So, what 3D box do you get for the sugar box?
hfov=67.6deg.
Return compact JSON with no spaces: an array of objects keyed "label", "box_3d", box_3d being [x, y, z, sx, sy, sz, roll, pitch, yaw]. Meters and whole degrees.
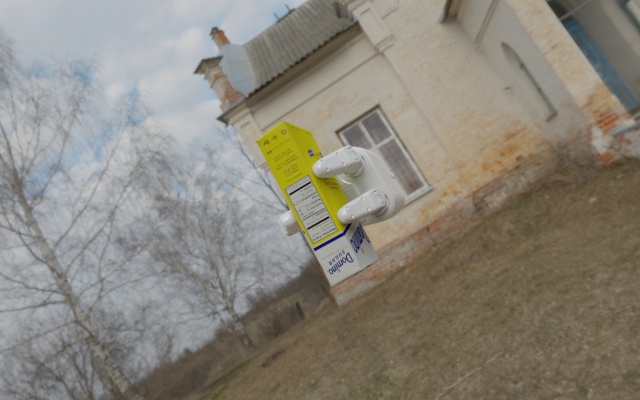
[{"label":"sugar box","box_3d":[0.001,0.001,0.530,0.048,0.176,0.093,-33,-8,16]}]
